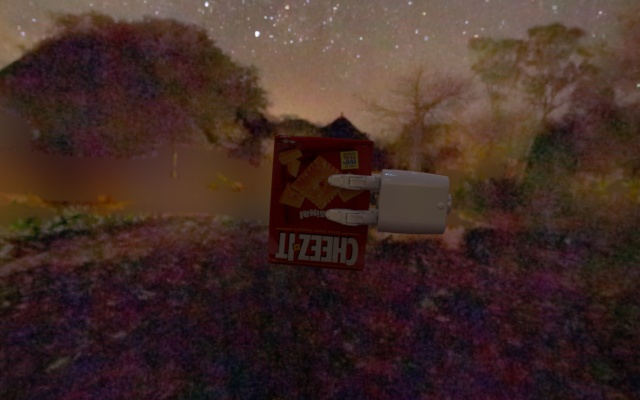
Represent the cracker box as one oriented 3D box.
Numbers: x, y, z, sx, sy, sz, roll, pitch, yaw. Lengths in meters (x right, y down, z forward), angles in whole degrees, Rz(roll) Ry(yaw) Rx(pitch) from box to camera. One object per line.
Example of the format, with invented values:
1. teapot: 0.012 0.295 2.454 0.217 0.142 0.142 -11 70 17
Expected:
1. cracker box: 0.000 0.002 0.797 0.164 0.214 0.072 4 4 5
